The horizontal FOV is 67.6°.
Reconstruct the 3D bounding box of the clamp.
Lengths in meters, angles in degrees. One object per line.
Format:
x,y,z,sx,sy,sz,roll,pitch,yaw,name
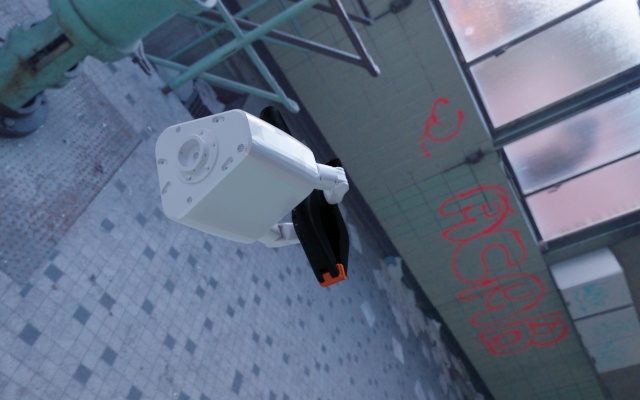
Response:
0.001,0.002,0.575,0.036,0.210,0.164,-26,-25,24,clamp
